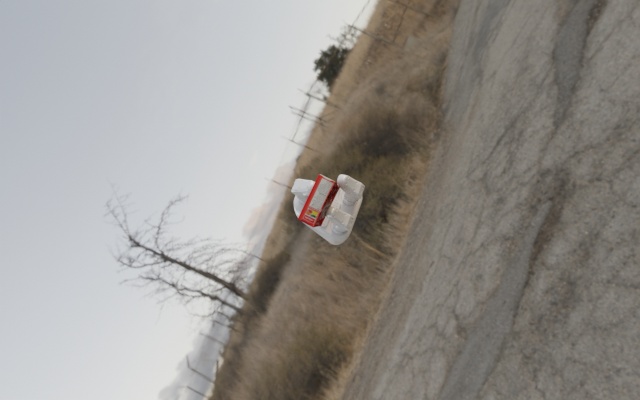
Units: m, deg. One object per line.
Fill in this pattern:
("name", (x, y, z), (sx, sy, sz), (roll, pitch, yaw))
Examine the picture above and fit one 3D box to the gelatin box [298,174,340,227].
("gelatin box", (0.000, 0.002, 0.722), (0.030, 0.073, 0.089), (26, 1, 8))
